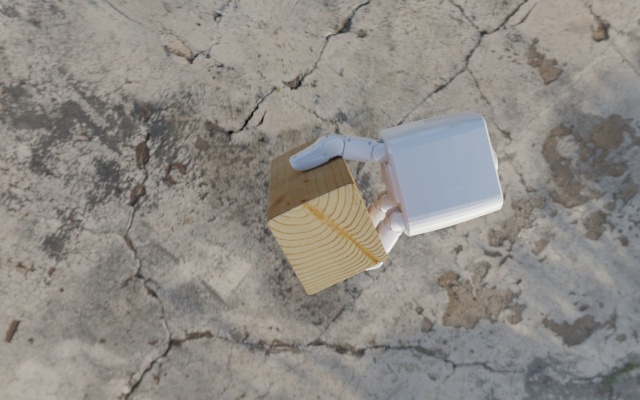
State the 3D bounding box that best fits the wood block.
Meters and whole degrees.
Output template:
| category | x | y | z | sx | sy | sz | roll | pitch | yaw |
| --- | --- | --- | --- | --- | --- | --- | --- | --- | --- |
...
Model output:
| category | x | y | z | sx | sy | sz | roll | pitch | yaw |
| --- | --- | --- | --- | --- | --- | --- | --- | --- | --- |
| wood block | 0.000 | 0.001 | 0.542 | 0.090 | 0.091 | 0.206 | -25 | 20 | 5 |
